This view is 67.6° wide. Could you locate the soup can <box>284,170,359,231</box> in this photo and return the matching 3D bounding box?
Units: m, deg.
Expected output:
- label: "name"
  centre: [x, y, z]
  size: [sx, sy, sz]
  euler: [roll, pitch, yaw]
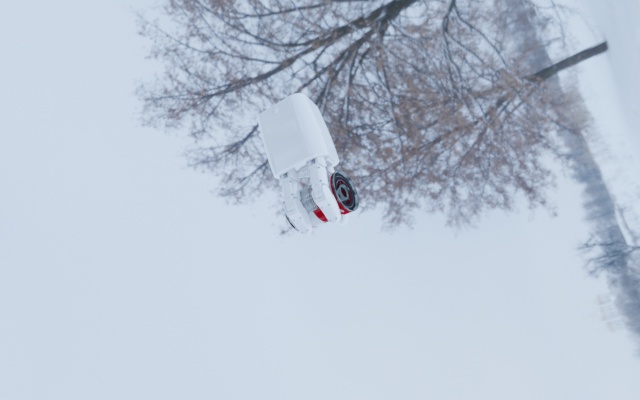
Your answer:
- label: "soup can"
  centre: [0.000, 0.003, 0.757]
  size: [0.102, 0.068, 0.068]
  euler: [-24, -13, 30]
